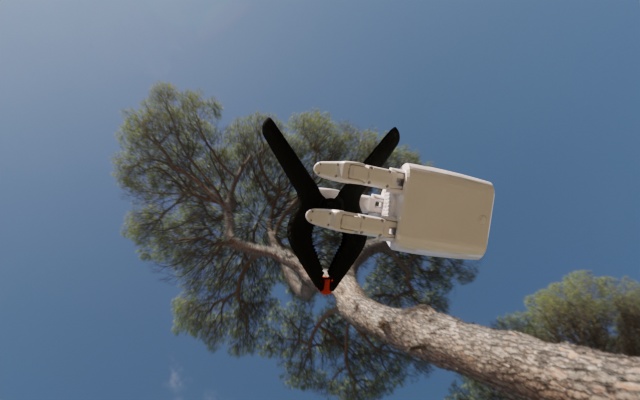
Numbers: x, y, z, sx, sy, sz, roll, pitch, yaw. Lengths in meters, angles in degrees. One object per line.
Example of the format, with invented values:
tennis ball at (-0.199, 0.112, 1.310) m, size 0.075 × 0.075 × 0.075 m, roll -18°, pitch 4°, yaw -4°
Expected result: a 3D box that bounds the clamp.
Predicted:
clamp at (0.000, 0.002, 0.564) m, size 0.164 × 0.210 × 0.036 m, roll 10°, pitch -4°, yaw -6°
